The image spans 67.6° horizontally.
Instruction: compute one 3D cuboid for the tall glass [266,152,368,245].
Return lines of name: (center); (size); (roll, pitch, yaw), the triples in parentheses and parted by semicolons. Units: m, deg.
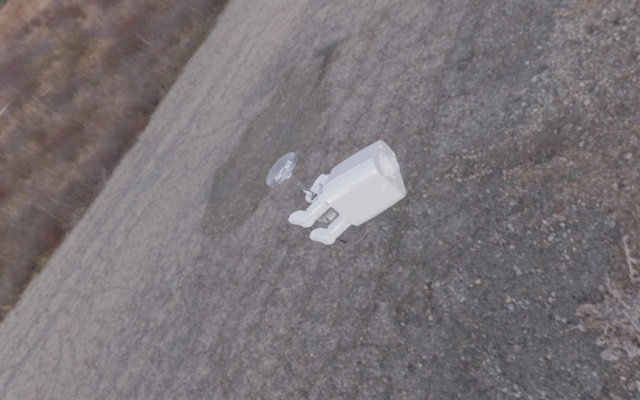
tall glass: (0.000, 0.002, 0.864); (0.201, 0.079, 0.079); (40, -22, -28)
